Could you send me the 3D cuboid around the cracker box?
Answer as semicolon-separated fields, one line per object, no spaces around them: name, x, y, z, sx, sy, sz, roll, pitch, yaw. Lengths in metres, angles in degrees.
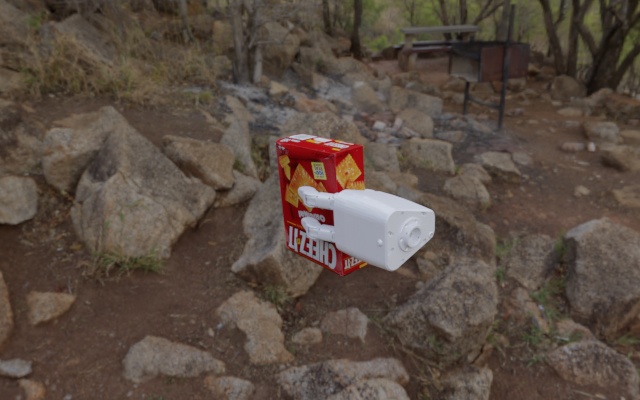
cracker box;0.000;0.002;0.824;0.072;0.214;0.164;-19;25;-35
